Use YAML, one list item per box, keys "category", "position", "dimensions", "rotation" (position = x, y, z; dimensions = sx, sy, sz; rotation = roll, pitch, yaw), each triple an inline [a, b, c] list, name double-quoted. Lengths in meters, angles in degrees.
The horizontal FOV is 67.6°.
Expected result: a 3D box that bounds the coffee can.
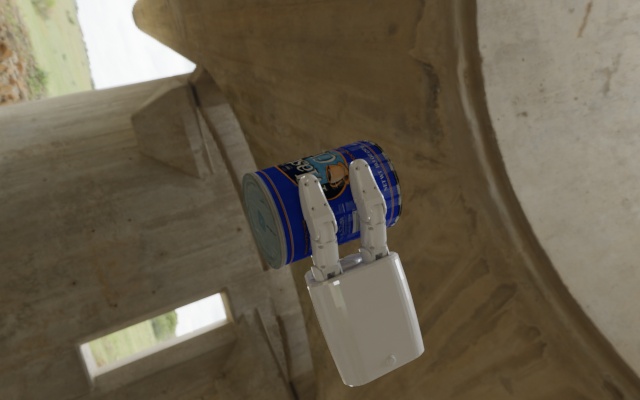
- category: "coffee can"
  position: [0.000, 0.002, 0.510]
  dimensions: [0.140, 0.103, 0.103]
  rotation: [-18, 7, -21]
